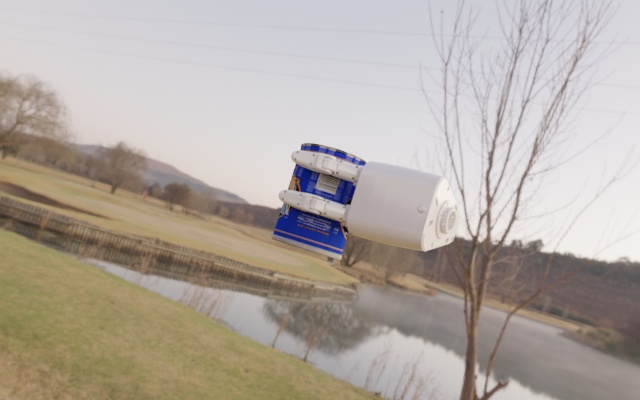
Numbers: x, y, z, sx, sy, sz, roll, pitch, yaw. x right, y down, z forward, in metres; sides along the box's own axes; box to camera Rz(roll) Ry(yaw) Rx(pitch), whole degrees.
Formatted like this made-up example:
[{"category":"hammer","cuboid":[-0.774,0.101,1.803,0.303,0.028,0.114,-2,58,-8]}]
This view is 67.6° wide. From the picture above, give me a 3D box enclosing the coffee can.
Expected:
[{"category":"coffee can","cuboid":[0.000,0.002,0.676,0.103,0.140,0.103,17,-5,2]}]
